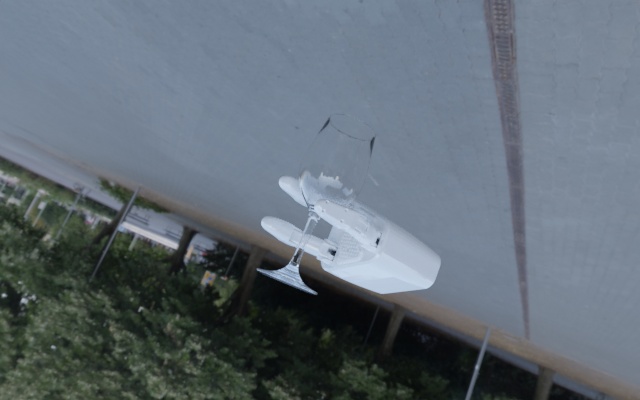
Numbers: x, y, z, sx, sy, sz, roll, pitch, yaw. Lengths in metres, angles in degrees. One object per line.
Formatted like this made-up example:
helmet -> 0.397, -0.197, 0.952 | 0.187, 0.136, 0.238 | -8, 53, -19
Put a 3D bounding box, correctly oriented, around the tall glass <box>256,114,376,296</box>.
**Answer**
tall glass -> 0.000, 0.002, 0.551 | 0.079, 0.201, 0.079 | 22, -12, 5
